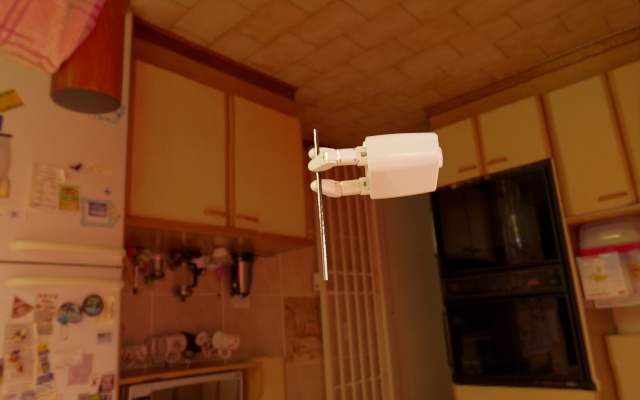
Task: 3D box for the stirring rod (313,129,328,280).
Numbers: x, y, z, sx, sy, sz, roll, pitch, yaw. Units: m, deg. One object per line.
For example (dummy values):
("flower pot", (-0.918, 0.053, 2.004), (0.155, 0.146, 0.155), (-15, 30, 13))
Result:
("stirring rod", (0.000, 0.002, 0.742), (0.011, 0.239, 0.011), (-3, -14, -1))
